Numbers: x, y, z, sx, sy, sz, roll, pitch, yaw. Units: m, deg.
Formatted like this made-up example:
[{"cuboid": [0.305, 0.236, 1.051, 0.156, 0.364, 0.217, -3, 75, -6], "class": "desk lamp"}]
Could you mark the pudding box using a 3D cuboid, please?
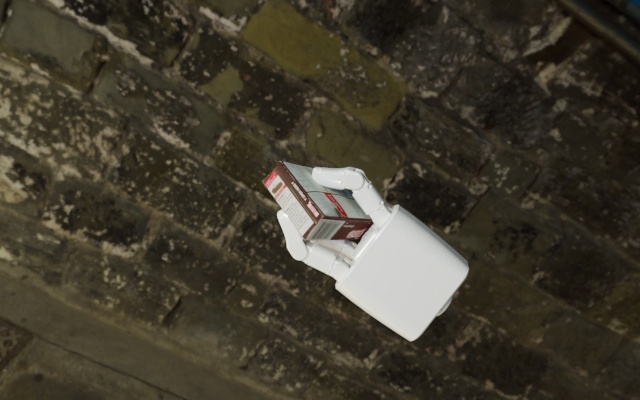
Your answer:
[{"cuboid": [0.000, 0.002, 0.552, 0.090, 0.039, 0.113, 51, 22, 26], "class": "pudding box"}]
